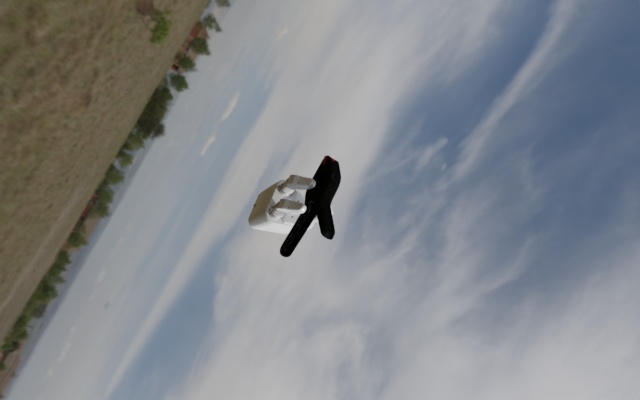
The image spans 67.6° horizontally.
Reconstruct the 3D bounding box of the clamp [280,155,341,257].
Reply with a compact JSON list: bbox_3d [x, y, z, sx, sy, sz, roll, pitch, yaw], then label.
[{"bbox_3d":[0.001,0.003,0.893,0.036,0.210,0.164,31,-25,-23],"label":"clamp"}]
